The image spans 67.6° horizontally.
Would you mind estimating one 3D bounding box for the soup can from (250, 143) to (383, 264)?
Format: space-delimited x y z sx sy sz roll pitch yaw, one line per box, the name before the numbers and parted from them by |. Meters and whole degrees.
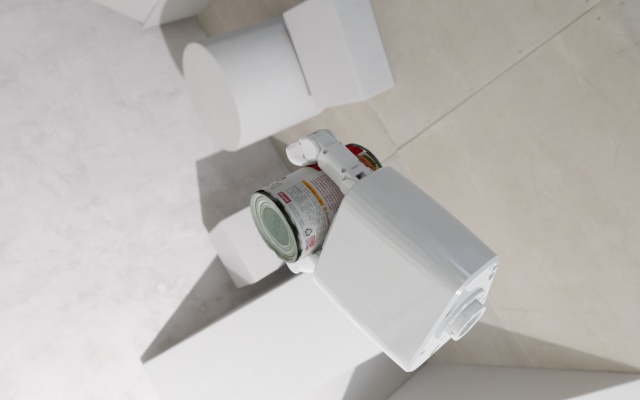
soup can | 0.000 0.001 0.409 0.102 0.068 0.068 -29 15 -29
